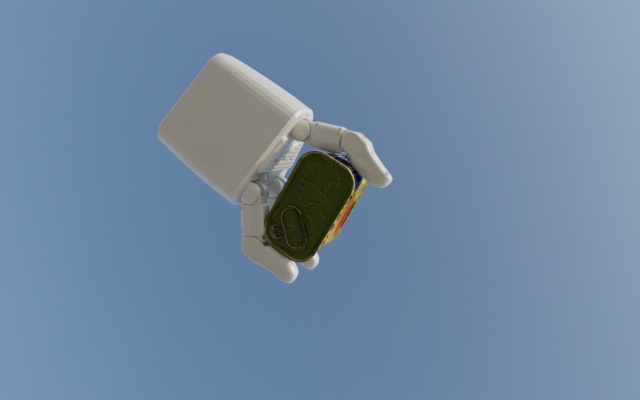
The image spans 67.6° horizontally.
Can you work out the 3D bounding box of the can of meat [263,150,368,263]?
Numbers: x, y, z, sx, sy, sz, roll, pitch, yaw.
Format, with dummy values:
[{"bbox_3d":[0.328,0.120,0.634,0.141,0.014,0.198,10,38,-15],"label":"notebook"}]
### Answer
[{"bbox_3d":[0.000,0.001,0.466,0.057,0.102,0.084,33,16,11],"label":"can of meat"}]
